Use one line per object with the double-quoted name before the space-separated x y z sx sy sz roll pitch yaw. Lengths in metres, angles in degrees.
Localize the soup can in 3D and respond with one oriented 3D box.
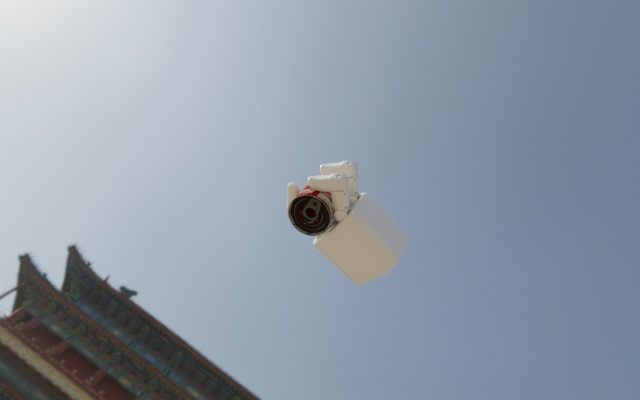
"soup can" 0.000 0.002 0.752 0.068 0.068 0.102 0 24 22
